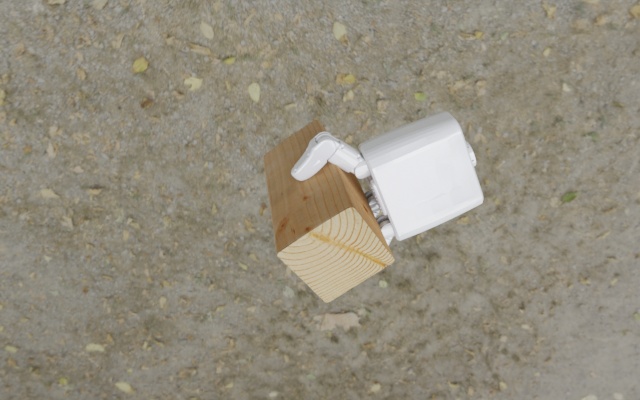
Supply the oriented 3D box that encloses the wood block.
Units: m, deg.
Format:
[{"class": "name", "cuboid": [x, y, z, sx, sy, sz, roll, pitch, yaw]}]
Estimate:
[{"class": "wood block", "cuboid": [0.000, 0.001, 0.556, 0.090, 0.091, 0.206, -33, 32, 10]}]
